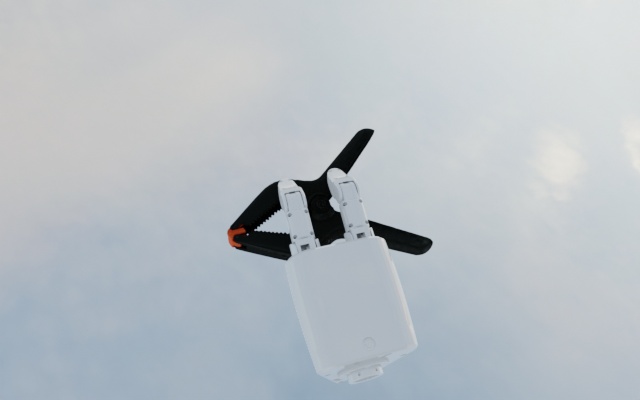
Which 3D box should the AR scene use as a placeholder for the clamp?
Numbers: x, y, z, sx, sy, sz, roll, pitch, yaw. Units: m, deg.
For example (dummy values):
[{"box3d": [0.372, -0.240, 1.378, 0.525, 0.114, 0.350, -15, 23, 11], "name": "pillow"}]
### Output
[{"box3d": [0.000, 0.002, 0.523, 0.210, 0.164, 0.036, -11, -26, -12], "name": "clamp"}]
